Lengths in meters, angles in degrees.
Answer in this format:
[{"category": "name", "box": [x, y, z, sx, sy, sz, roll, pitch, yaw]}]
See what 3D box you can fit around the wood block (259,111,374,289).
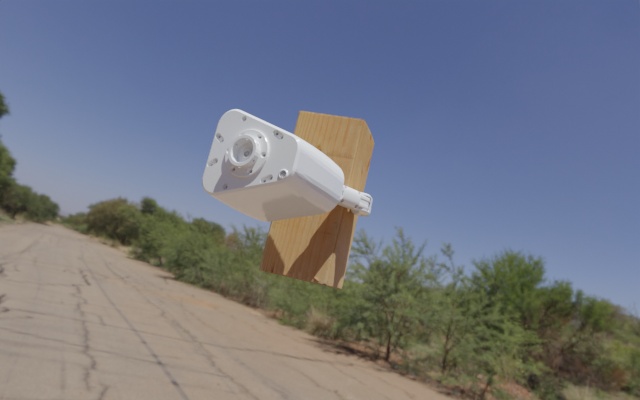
[{"category": "wood block", "box": [0.000, 0.002, 0.616, 0.091, 0.206, 0.090, 11, -10, 16]}]
